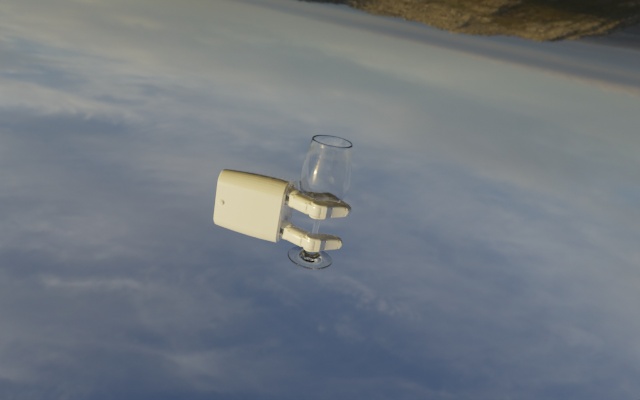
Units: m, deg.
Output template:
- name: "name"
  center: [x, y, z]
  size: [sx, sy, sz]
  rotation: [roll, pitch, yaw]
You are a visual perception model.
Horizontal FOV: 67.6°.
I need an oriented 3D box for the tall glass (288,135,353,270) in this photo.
- name: "tall glass"
  center: [0.000, 0.003, 0.746]
  size: [0.079, 0.201, 0.079]
  rotation: [10, 21, -4]
